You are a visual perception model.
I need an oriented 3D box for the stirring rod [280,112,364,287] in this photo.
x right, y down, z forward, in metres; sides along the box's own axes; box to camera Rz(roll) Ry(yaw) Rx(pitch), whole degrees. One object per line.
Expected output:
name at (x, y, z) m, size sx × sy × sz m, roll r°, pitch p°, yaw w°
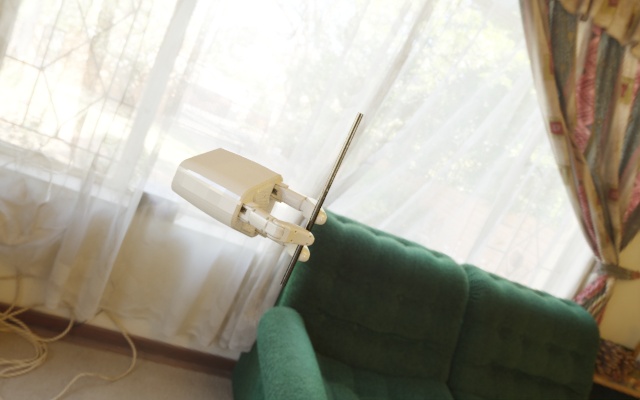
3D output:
stirring rod at (0.000, 0.002, 0.600) m, size 0.011 × 0.239 × 0.011 m, roll 24°, pitch 10°, yaw -4°
